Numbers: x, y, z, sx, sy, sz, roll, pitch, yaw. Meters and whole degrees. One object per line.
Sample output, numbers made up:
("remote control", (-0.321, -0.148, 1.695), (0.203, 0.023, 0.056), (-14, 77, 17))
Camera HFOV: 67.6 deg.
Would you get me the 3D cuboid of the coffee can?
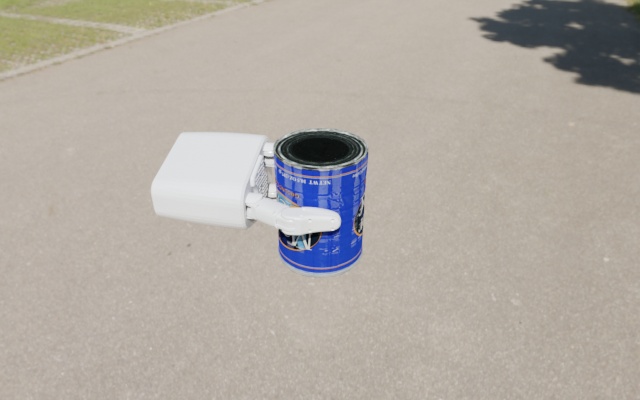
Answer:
("coffee can", (0.000, 0.002, 0.546), (0.103, 0.140, 0.102), (0, 31, 0))
